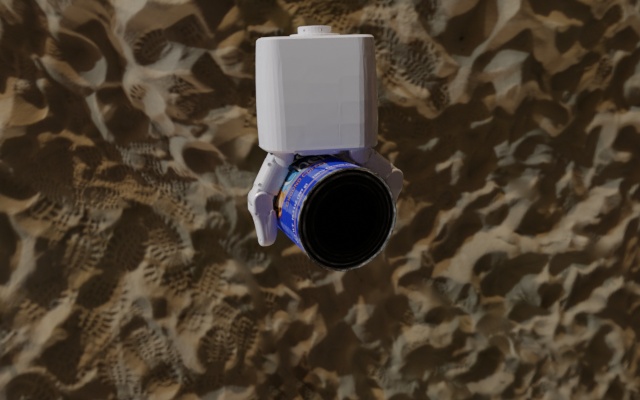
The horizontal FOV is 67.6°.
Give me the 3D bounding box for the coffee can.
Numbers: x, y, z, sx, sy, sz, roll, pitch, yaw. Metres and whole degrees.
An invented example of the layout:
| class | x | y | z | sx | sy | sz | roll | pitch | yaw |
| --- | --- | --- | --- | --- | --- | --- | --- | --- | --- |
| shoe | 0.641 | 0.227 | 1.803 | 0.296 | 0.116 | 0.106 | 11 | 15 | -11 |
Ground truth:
| class | x | y | z | sx | sy | sz | roll | pitch | yaw |
| --- | --- | --- | --- | --- | --- | --- | --- | --- | --- |
| coffee can | 0.000 | 0.002 | 0.506 | 0.103 | 0.103 | 0.140 | 0 | 14 | -24 |
